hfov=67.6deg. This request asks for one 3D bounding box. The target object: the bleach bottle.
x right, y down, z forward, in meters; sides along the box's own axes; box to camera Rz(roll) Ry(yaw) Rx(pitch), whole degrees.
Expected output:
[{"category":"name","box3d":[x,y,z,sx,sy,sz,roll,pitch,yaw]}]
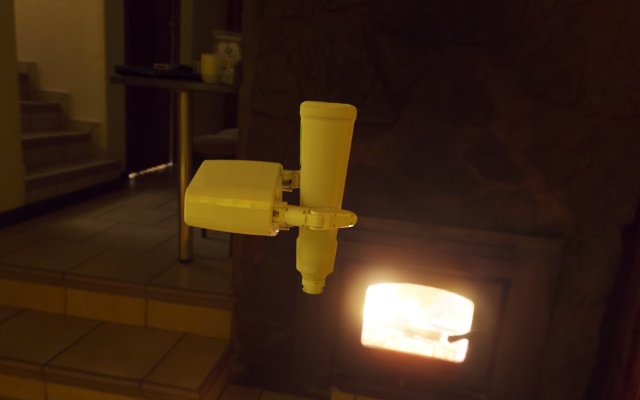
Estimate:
[{"category":"bleach bottle","box3d":[0.000,0.002,0.615,0.068,0.251,0.102,5,13,0]}]
